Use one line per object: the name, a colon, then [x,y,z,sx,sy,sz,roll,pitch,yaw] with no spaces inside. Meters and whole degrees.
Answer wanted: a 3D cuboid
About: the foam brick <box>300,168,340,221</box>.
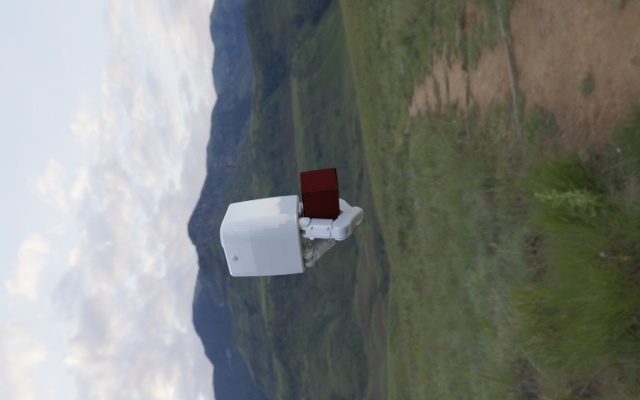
foam brick: [0.000,0.002,0.669,0.051,0.078,0.053,-5,37,0]
